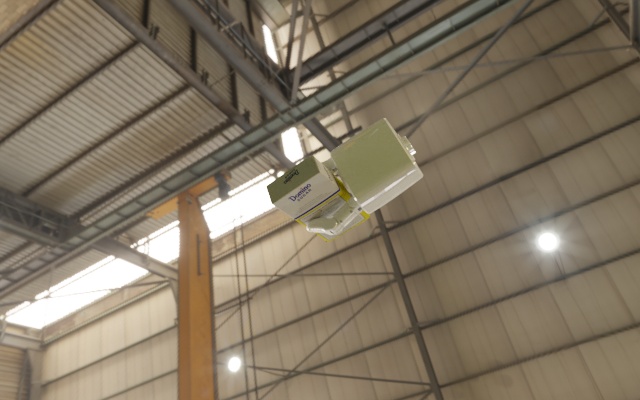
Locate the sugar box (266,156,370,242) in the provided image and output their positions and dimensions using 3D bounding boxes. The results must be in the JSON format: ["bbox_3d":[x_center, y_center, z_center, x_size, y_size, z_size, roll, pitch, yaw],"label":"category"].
[{"bbox_3d":[0.000,0.002,0.781,0.093,0.048,0.176,-33,-40,14],"label":"sugar box"}]
